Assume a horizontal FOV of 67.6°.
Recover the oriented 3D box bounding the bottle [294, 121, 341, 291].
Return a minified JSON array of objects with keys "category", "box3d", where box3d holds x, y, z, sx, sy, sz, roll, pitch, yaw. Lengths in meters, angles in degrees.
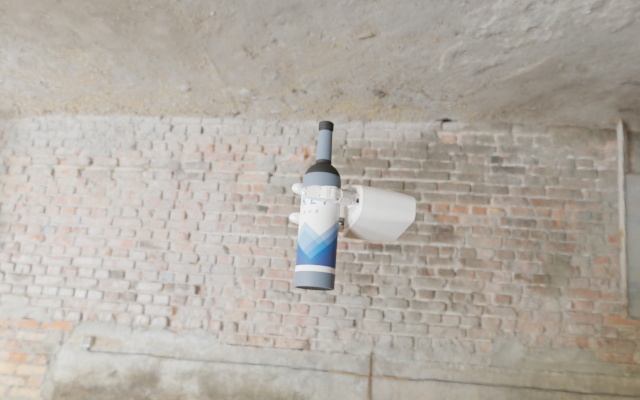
[{"category":"bottle","box3d":[0.000,0.003,0.820,0.069,0.295,0.069,4,-16,1]}]
